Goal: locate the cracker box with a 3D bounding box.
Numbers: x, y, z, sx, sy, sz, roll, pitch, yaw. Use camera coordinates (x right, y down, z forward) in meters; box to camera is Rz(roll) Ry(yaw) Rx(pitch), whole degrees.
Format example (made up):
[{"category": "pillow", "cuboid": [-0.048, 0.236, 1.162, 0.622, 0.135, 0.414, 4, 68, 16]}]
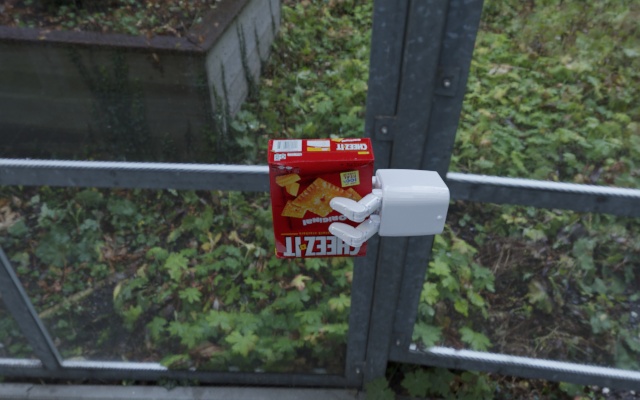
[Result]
[{"category": "cracker box", "cuboid": [0.000, 0.002, 0.801, 0.164, 0.214, 0.072, -1, 39, -1]}]
